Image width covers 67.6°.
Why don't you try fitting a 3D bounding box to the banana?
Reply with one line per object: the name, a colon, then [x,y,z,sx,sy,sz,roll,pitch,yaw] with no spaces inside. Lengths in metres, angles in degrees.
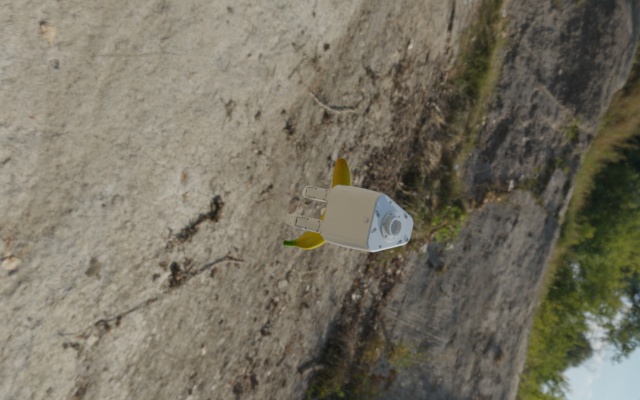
banana: [0.013,0.016,0.876,0.069,0.197,0.037,36,-13,-12]
